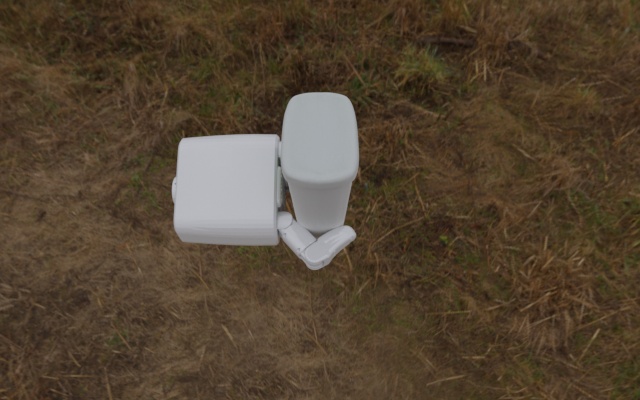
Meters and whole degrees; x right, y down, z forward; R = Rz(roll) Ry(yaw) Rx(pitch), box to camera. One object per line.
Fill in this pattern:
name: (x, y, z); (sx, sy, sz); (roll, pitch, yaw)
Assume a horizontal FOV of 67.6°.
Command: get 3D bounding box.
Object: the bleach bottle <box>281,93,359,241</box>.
bleach bottle: (0.000, 0.002, 0.522); (0.068, 0.102, 0.251); (0, -30, 0)
